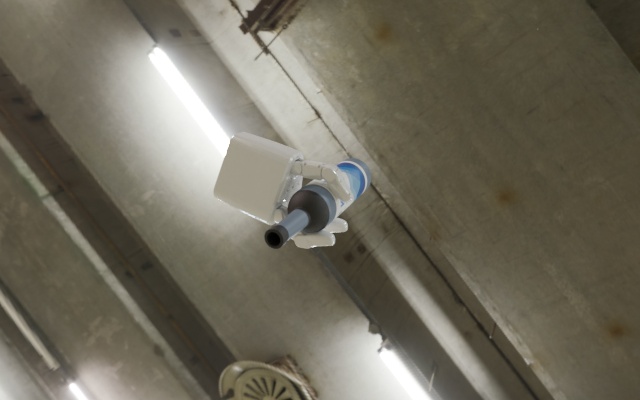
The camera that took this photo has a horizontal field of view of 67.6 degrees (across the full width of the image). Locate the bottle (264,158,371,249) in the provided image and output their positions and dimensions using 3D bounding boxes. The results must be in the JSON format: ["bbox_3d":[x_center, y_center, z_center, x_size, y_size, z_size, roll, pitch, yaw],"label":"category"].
[{"bbox_3d":[0.000,0.002,0.716,0.069,0.069,0.295,0,18,25],"label":"bottle"}]
